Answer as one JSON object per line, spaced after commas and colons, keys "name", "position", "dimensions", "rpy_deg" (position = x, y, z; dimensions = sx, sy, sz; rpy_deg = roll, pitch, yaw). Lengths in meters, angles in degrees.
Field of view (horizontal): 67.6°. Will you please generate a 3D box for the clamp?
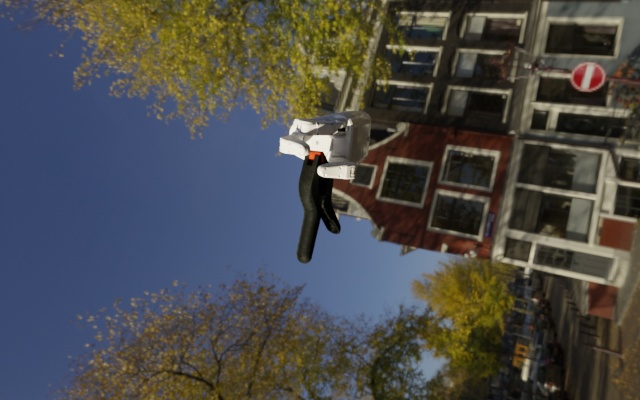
{"name": "clamp", "position": [0.000, 0.002, 0.751], "dimensions": [0.039, 0.171, 0.120], "rpy_deg": [10, 18, 21]}
